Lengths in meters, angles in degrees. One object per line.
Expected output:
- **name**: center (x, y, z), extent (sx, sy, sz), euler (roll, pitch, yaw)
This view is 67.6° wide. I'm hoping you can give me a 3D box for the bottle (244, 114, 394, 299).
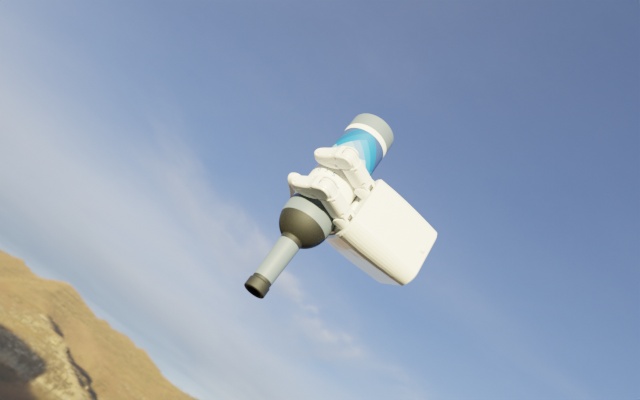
- **bottle**: center (0.000, 0.002, 0.614), extent (0.069, 0.069, 0.295), euler (0, 43, 45)
